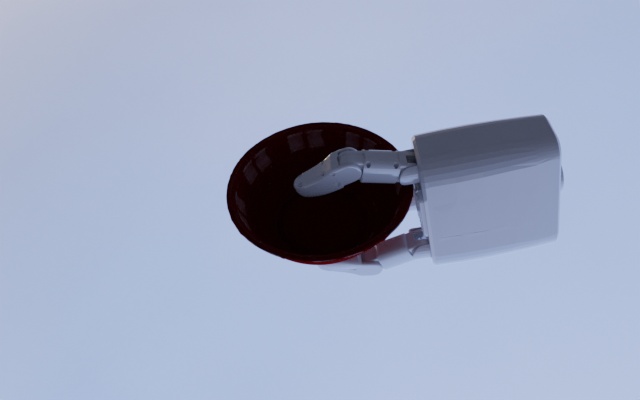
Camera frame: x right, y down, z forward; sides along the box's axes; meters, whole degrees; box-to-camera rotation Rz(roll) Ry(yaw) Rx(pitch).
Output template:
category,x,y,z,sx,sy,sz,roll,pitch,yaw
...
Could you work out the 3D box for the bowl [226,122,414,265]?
category,x,y,z,sx,sy,sz,roll,pitch,yaw
bowl,-0.001,0.002,0.432,0.162,0.162,0.055,0,-40,5
